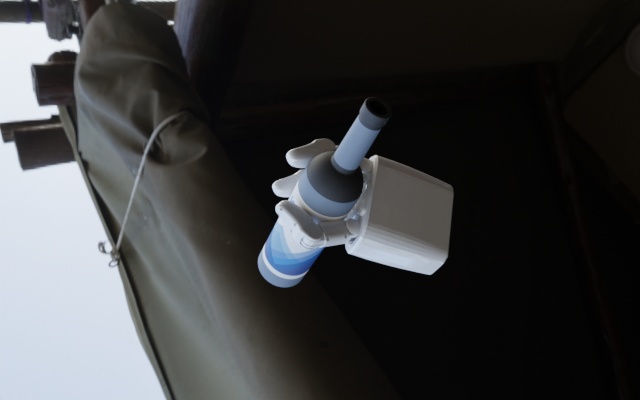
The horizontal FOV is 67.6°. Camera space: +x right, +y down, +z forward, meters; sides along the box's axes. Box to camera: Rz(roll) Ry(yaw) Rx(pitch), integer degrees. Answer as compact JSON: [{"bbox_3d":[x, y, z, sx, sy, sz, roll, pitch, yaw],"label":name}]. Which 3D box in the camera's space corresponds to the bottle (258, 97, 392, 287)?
[{"bbox_3d":[0.000,0.002,0.539,0.069,0.069,0.296,0,-36,-26],"label":"bottle"}]
